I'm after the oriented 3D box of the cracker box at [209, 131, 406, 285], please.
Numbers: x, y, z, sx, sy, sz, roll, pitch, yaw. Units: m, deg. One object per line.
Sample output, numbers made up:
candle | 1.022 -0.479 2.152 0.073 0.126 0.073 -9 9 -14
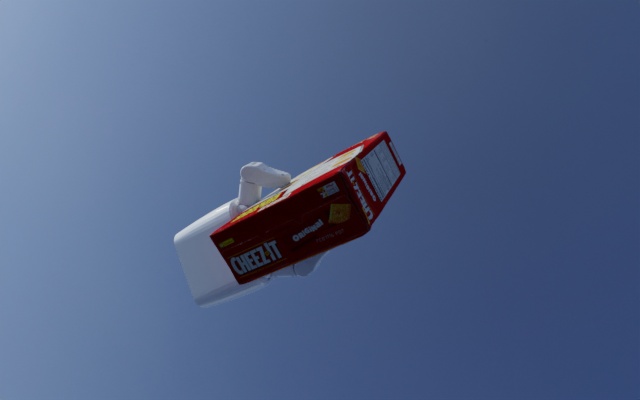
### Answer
cracker box | 0.000 0.002 0.554 0.164 0.072 0.213 -26 8 25
